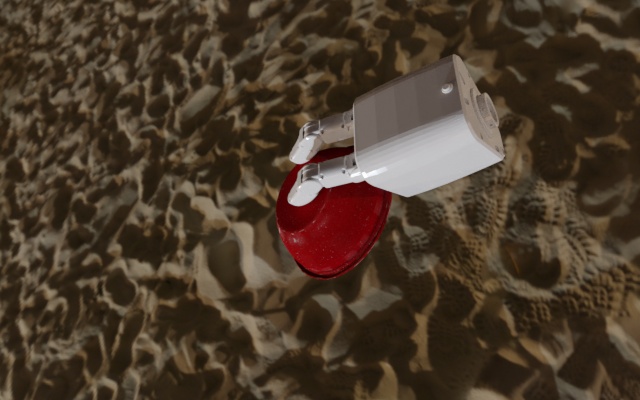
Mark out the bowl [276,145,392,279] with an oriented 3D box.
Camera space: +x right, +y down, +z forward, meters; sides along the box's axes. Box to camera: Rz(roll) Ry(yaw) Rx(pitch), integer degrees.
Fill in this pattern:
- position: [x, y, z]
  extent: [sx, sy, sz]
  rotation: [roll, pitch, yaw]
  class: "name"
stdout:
- position: [-0.001, 0.002, 0.527]
  extent: [0.055, 0.162, 0.162]
  rotation: [26, -16, -36]
  class: "bowl"
